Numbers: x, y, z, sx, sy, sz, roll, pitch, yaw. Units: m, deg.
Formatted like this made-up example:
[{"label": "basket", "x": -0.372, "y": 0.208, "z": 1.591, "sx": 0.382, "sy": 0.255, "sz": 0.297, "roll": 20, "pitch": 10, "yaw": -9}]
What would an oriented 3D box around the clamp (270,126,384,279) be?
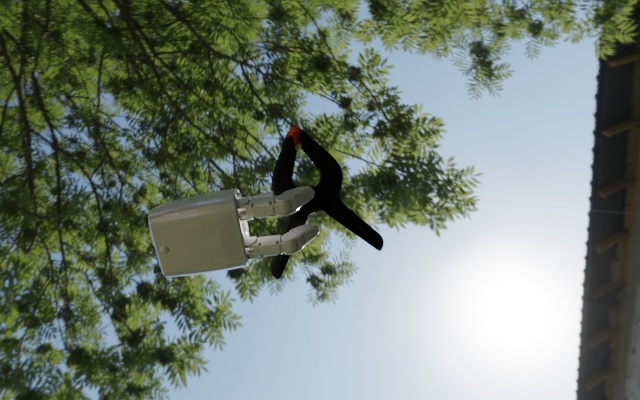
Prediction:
[{"label": "clamp", "x": 0.000, "y": 0.001, "z": 0.645, "sx": 0.164, "sy": 0.210, "sz": 0.036, "roll": -9, "pitch": 23, "yaw": -6}]
